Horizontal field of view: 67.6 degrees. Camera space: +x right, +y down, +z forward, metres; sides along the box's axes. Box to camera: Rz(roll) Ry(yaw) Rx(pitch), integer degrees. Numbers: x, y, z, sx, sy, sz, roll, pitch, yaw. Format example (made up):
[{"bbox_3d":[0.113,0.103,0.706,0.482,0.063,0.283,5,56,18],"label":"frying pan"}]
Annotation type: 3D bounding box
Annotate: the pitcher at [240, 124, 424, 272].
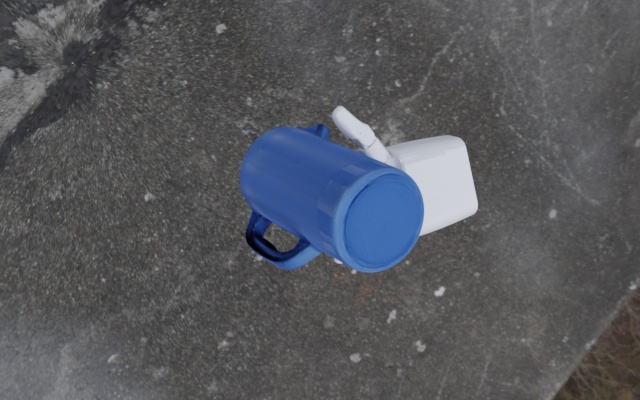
[{"bbox_3d":[0.000,0.002,0.559,0.145,0.149,0.242,-13,20,-25],"label":"pitcher"}]
